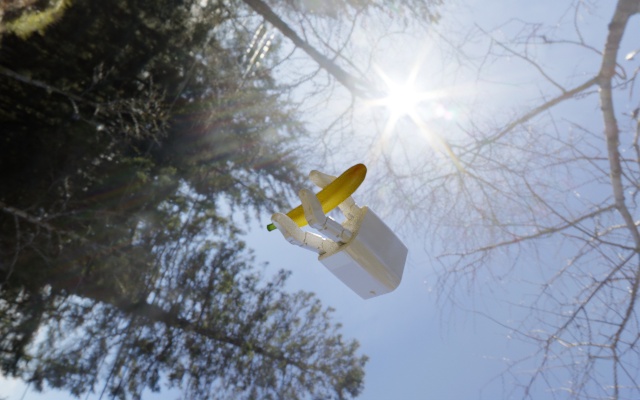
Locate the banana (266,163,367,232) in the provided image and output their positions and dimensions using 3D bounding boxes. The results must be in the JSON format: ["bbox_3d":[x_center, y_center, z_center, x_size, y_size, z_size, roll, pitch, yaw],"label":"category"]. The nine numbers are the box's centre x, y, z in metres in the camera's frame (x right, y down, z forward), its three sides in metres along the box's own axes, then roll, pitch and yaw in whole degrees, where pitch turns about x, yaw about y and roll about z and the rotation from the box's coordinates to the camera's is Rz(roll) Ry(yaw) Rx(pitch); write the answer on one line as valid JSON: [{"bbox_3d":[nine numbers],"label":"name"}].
[{"bbox_3d":[0.006,0.000,0.737,0.198,0.037,0.069,-35,-4,28],"label":"banana"}]
